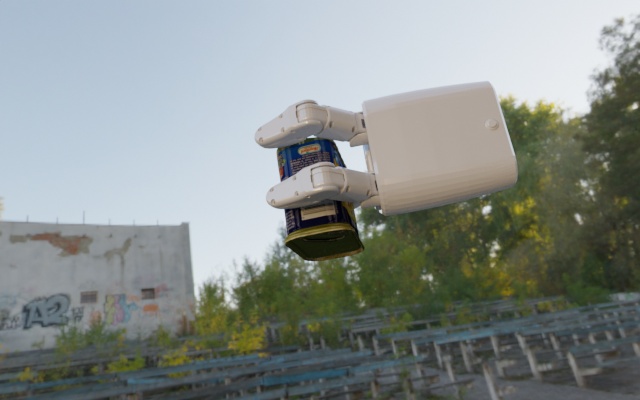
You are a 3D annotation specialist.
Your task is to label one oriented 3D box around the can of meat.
[{"bbox_3d":[0.000,0.001,0.420,0.057,0.084,0.102,-12,-19,9],"label":"can of meat"}]
